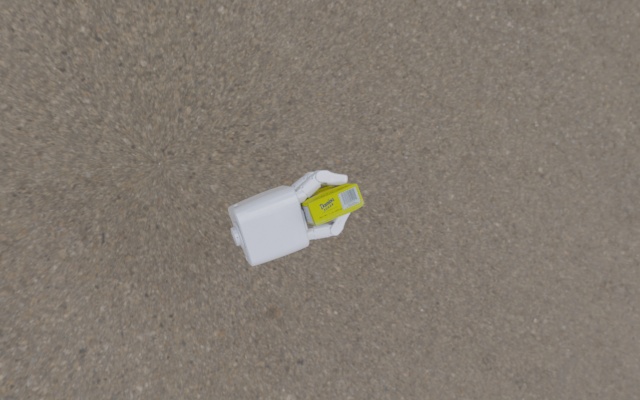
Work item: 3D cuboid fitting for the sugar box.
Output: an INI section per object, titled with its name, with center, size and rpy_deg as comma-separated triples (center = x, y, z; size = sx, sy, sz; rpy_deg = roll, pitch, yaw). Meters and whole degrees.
[sugar box]
center = 0.000, 0.002, 0.852
size = 0.093, 0.048, 0.176
rpy_deg = -22, 11, -16
